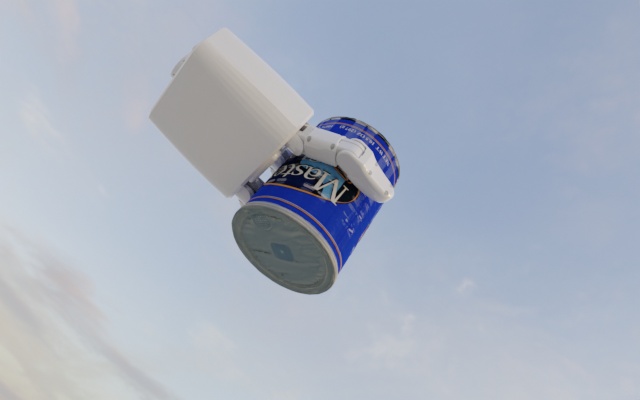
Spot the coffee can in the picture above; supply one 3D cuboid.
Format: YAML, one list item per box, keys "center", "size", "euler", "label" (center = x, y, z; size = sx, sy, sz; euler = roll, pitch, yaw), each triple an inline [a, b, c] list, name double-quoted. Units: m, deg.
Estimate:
- center: [0.000, 0.002, 0.446]
  size: [0.103, 0.103, 0.140]
  euler: [0, 38, 38]
  label: "coffee can"
